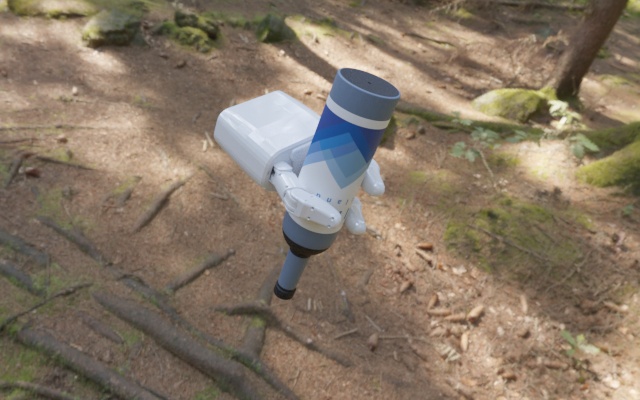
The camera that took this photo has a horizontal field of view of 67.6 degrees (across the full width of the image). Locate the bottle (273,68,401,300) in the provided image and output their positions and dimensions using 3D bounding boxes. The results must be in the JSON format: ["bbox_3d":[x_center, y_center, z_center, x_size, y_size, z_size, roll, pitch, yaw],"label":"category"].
[{"bbox_3d":[0.000,0.002,0.540,0.069,0.296,0.069,16,31,-10],"label":"bottle"}]
